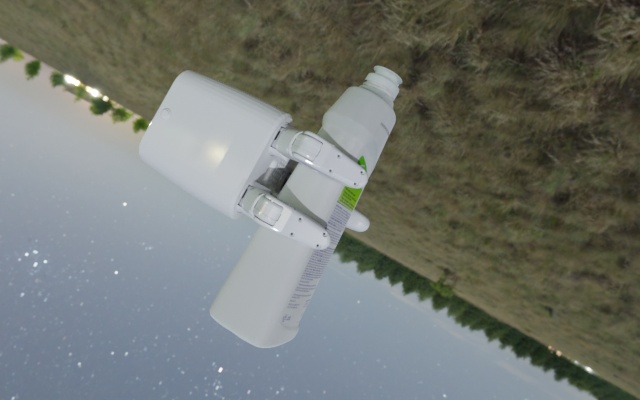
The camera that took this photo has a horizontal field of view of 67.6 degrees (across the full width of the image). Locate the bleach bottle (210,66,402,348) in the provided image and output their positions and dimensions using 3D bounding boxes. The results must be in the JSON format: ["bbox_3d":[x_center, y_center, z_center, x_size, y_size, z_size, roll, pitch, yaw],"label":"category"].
[{"bbox_3d":[0.000,0.001,0.421,0.068,0.251,0.102,29,-1,15],"label":"bleach bottle"}]
